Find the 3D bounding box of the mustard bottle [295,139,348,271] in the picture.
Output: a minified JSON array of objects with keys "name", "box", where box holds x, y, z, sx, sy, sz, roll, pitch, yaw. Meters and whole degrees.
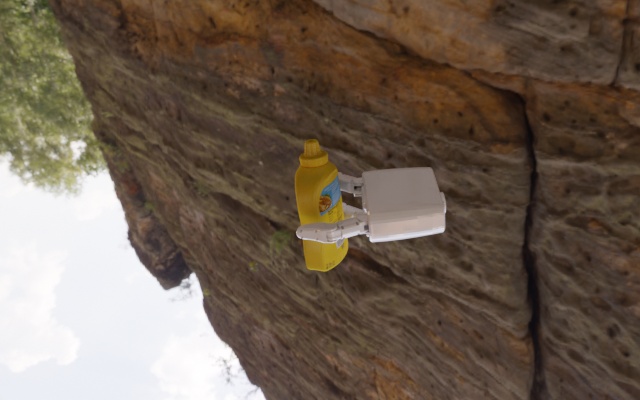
[{"name":"mustard bottle","box":[0.000,0.003,0.714,0.058,0.192,0.096,5,27,26]}]
